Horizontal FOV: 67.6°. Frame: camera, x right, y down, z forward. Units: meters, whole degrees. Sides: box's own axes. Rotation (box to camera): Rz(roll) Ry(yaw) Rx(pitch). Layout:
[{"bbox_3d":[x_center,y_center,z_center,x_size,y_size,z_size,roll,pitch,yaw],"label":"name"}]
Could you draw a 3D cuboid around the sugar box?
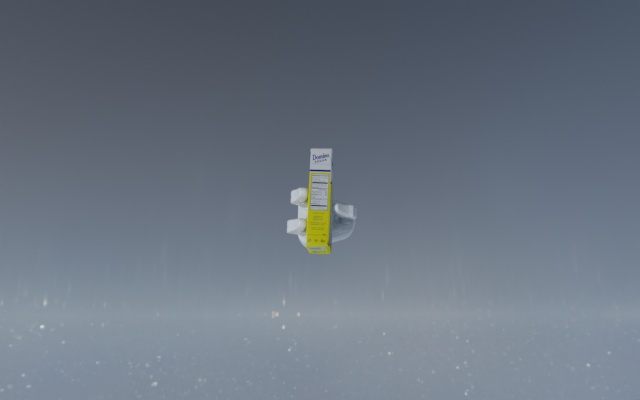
[{"bbox_3d":[0.000,0.003,0.858,0.048,0.176,0.093,-1,-14,2],"label":"sugar box"}]
